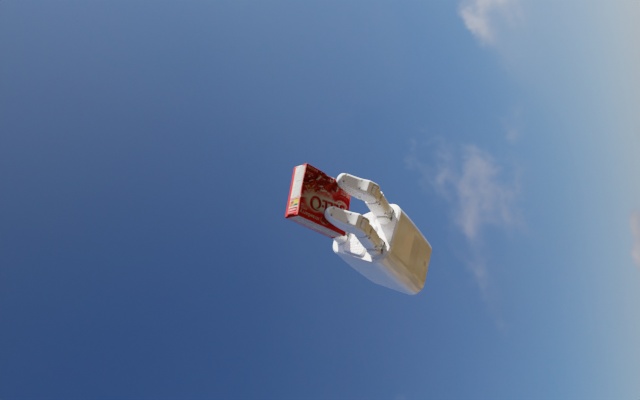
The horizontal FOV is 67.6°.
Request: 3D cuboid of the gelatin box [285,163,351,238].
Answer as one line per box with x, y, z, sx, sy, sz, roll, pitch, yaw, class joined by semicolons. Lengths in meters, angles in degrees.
0.000;0.002;0.635;0.089;0.073;0.030;26;-27;-36;gelatin box
